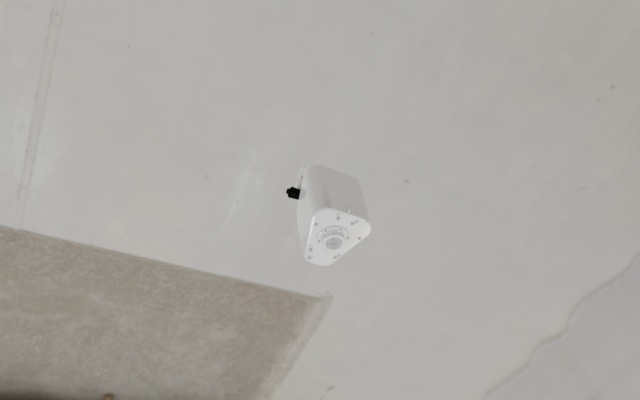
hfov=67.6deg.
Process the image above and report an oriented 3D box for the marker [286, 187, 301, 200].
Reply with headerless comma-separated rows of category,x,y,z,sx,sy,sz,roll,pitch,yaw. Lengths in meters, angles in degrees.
marker,0.000,0.003,0.782,0.121,0.020,0.020,19,-7,-21
